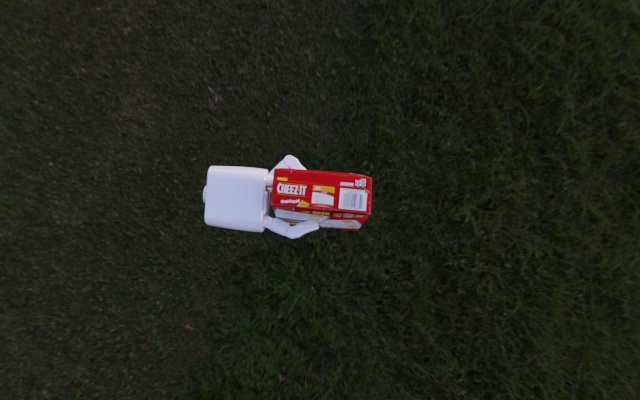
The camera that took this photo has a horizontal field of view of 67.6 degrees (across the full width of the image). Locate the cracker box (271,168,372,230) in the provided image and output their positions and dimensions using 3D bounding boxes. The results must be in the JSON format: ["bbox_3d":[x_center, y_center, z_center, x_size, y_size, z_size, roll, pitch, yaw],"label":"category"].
[{"bbox_3d":[0.000,0.003,0.872,0.164,0.072,0.214,5,-10,0],"label":"cracker box"}]
